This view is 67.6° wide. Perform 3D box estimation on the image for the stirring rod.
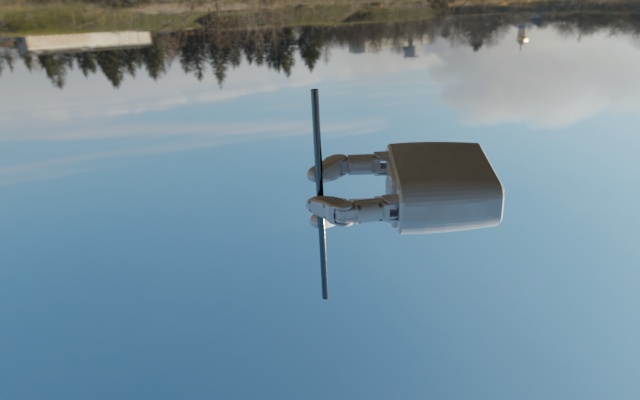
[{"bbox_3d":[0.000,0.002,0.518,0.011,0.240,0.011,-3,21,1],"label":"stirring rod"}]
